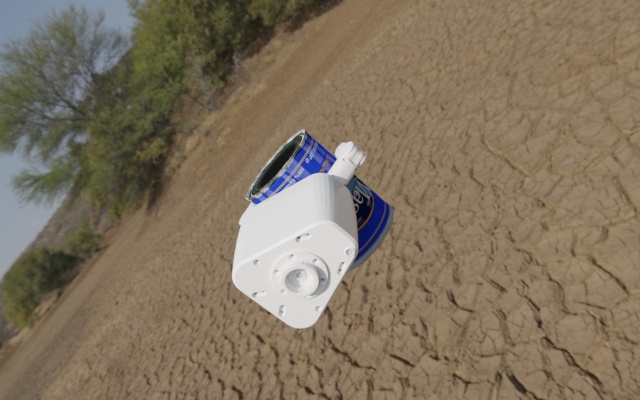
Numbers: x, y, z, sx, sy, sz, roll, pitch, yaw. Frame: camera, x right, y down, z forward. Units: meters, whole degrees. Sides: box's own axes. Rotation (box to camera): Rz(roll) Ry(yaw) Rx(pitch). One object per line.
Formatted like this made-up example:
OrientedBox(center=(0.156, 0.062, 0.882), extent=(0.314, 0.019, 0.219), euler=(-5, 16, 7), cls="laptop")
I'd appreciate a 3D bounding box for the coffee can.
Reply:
OrientedBox(center=(0.000, 0.002, 0.557), extent=(0.140, 0.103, 0.103), euler=(40, -14, -17), cls="coffee can")
